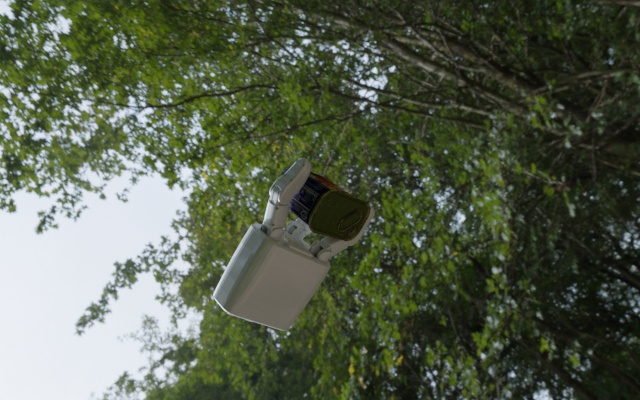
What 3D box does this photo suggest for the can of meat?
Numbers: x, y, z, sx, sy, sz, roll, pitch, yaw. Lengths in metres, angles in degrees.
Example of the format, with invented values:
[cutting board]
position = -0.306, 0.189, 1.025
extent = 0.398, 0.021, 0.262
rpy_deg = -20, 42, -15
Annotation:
[can of meat]
position = 0.000, 0.002, 0.607
extent = 0.084, 0.057, 0.102
rpy_deg = 35, 10, 39
